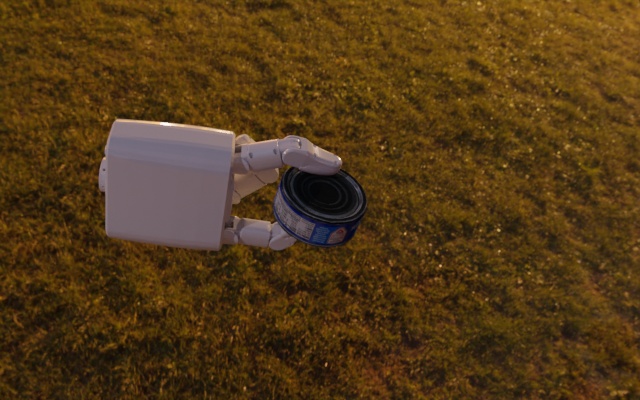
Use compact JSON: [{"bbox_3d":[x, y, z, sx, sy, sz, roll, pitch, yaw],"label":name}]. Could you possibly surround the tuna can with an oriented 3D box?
[{"bbox_3d":[0.000,0.001,0.451,0.086,0.034,0.086,13,42,-11],"label":"tuna can"}]
